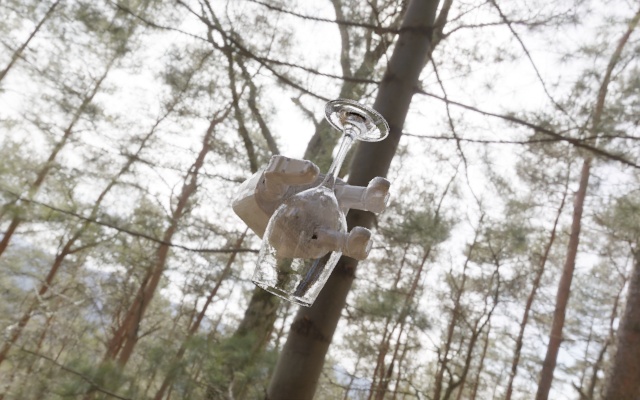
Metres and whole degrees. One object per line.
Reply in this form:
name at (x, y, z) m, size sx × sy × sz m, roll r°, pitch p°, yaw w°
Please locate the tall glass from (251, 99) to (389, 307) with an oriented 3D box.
tall glass at (0.000, 0.001, 0.479) m, size 0.079 × 0.201 × 0.079 m, roll 21°, pitch -18°, yaw 7°
